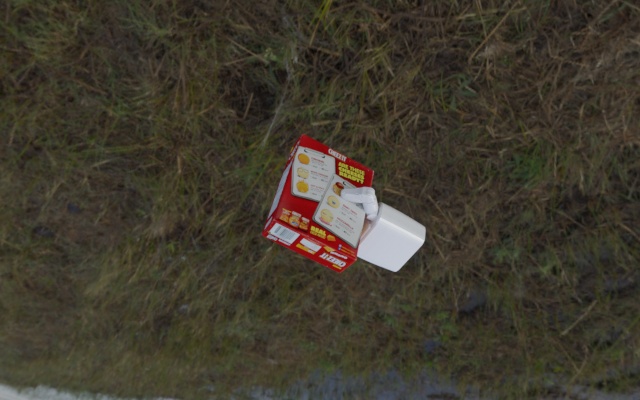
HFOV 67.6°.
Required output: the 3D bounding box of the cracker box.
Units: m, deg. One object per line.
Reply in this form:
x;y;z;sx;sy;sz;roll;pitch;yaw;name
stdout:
0.000;0.003;0.882;0.164;0.213;0.072;27;-40;-14;cracker box
